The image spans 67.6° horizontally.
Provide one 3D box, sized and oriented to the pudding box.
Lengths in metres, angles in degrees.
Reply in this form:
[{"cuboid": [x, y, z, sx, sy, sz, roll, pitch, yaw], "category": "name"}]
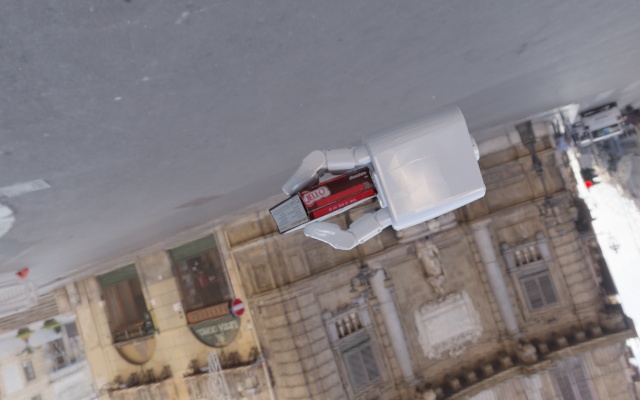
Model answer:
[{"cuboid": [0.000, 0.002, 0.550, 0.090, 0.039, 0.113, -20, -5, -25], "category": "pudding box"}]
